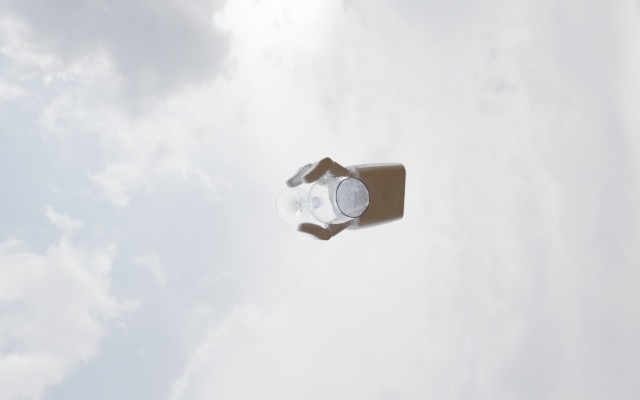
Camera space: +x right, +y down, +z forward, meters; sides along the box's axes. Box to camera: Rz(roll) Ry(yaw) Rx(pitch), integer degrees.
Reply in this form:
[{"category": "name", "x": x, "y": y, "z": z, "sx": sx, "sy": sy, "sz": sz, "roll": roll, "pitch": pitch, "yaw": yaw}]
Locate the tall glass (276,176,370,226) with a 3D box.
[{"category": "tall glass", "x": 0.000, "y": 0.003, "z": 0.798, "sx": 0.079, "sy": 0.079, "sz": 0.201, "roll": 0, "pitch": -4, "yaw": -29}]
